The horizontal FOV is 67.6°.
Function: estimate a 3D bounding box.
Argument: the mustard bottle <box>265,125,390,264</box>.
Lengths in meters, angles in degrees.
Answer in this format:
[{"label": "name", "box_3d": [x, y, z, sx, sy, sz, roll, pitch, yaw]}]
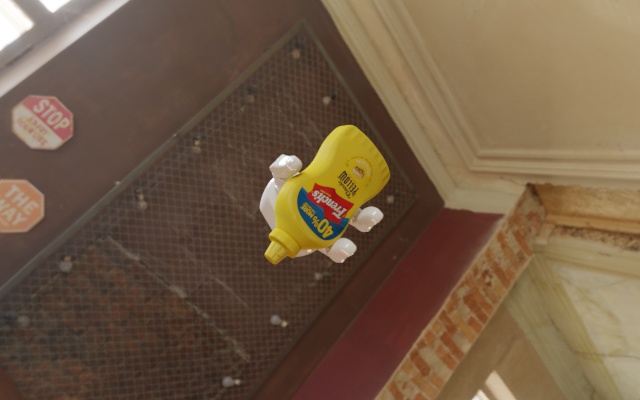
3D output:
[{"label": "mustard bottle", "box_3d": [0.000, 0.002, 0.592, 0.096, 0.191, 0.058, 51, -21, -25]}]
